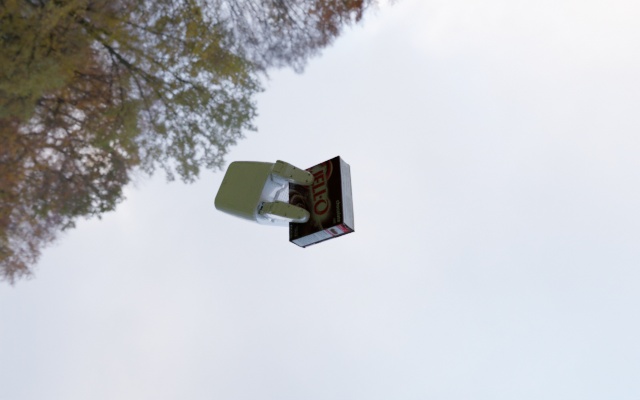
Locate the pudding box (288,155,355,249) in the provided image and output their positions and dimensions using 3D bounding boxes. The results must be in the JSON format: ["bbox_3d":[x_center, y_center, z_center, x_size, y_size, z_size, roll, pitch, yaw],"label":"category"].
[{"bbox_3d":[0.000,0.002,0.675,0.090,0.113,0.039,-21,-33,28],"label":"pudding box"}]
